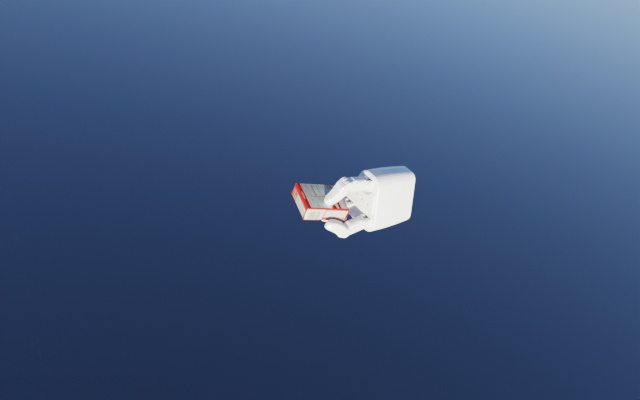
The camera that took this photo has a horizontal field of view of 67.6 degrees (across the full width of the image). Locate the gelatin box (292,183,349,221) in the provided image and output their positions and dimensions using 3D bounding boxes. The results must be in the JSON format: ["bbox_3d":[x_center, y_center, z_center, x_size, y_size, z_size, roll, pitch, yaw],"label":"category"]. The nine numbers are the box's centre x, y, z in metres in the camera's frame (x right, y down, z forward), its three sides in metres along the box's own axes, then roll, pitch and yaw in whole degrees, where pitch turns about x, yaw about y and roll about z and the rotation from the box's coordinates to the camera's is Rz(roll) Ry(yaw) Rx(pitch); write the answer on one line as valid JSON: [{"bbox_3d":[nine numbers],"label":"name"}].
[{"bbox_3d":[0.000,0.003,0.880,0.089,0.030,0.073,2,40,-28],"label":"gelatin box"}]
